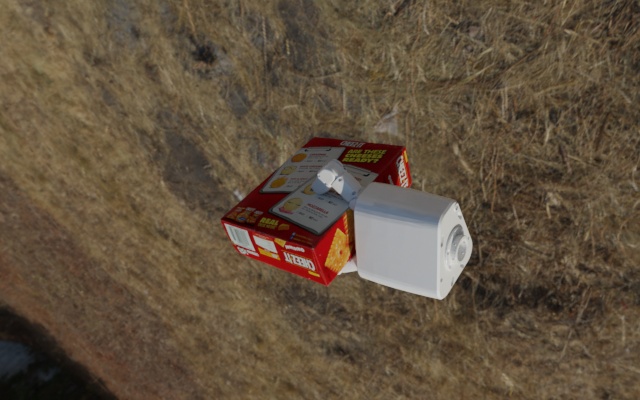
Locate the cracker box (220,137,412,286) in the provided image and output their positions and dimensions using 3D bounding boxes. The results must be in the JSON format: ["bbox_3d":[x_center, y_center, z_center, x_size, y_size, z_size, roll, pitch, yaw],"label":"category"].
[{"bbox_3d":[0.000,0.002,0.645,0.164,0.072,0.213,12,44,38],"label":"cracker box"}]
